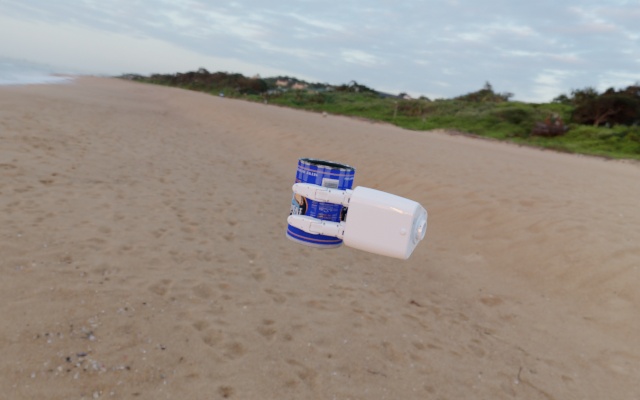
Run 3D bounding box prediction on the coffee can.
[{"bbox_3d":[0.000,0.003,0.843,0.103,0.140,0.103,9,10,-2],"label":"coffee can"}]
